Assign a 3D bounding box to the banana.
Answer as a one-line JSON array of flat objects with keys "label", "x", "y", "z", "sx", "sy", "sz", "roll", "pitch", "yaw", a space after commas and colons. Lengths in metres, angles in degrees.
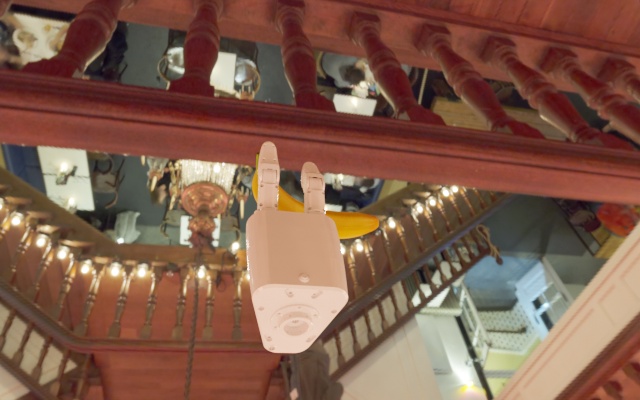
[{"label": "banana", "x": -0.014, "y": 0.013, "z": 0.616, "sx": 0.198, "sy": 0.070, "sz": 0.037, "roll": 28, "pitch": 28, "yaw": -27}]
